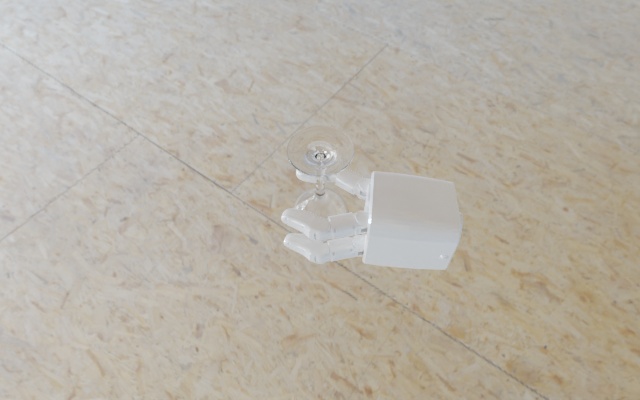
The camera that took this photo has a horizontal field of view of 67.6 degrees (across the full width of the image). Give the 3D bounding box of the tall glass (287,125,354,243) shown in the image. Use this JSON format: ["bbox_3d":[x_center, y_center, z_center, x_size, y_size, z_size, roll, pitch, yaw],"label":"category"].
[{"bbox_3d":[0.000,0.002,0.605,0.079,0.079,0.201,0,-35,0],"label":"tall glass"}]
